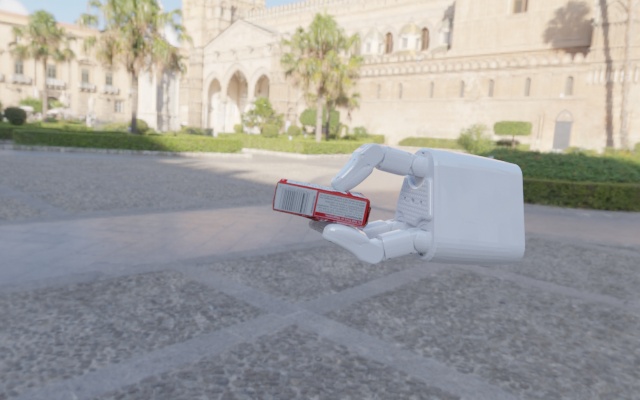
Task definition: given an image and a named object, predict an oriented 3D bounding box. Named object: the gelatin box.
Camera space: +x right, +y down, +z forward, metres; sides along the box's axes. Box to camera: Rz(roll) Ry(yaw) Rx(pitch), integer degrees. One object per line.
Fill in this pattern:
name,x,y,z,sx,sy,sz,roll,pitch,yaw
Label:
gelatin box,0.000,0.001,0.467,0.089,0.030,0.073,11,5,-3
